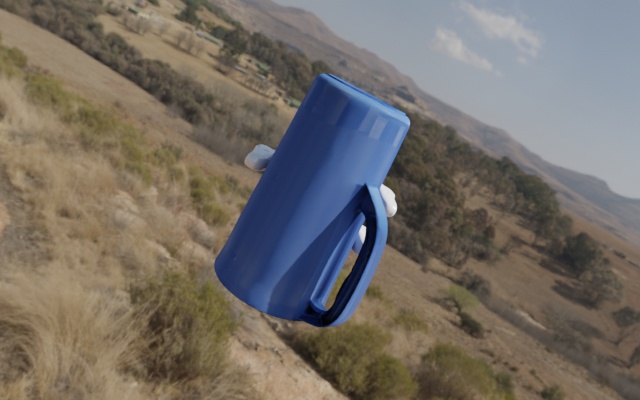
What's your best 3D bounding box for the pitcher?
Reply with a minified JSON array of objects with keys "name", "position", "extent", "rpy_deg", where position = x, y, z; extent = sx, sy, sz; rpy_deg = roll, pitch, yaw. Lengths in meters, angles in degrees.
[{"name":"pitcher","position":[0.000,0.002,0.506],"extent":[0.149,0.243,0.145],"rpy_deg":[26,15,-5]}]
